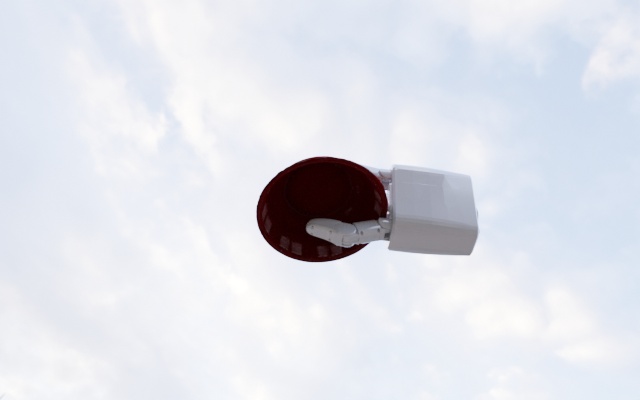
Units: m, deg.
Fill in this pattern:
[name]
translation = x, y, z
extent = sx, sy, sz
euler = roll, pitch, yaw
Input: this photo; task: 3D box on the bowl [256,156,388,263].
[bowl]
translation = -0.001, 0.001, 0.599
extent = 0.162, 0.162, 0.055
euler = 0, 37, -8
